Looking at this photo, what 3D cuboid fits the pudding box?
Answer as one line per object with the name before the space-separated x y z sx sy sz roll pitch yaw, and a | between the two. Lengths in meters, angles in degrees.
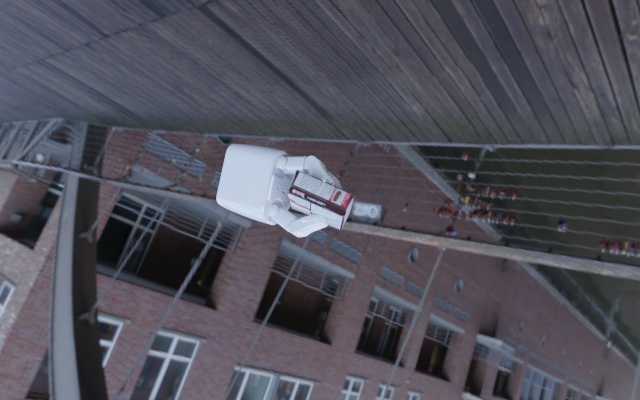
pudding box | 0.000 0.002 0.707 0.090 0.039 0.113 23 -11 5
